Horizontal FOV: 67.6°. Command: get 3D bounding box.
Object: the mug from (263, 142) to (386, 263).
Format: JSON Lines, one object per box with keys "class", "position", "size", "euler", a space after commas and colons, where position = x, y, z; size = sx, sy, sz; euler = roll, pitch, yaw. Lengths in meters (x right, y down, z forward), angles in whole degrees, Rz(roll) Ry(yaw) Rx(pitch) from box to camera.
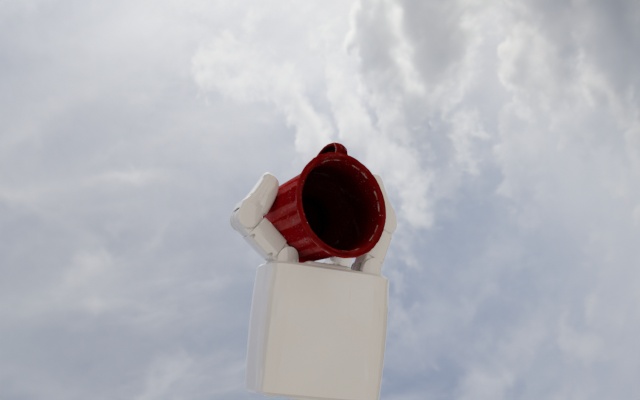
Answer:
{"class": "mug", "position": [0.000, 0.000, 0.443], "size": [0.093, 0.117, 0.081], "euler": [18, -23, -28]}
